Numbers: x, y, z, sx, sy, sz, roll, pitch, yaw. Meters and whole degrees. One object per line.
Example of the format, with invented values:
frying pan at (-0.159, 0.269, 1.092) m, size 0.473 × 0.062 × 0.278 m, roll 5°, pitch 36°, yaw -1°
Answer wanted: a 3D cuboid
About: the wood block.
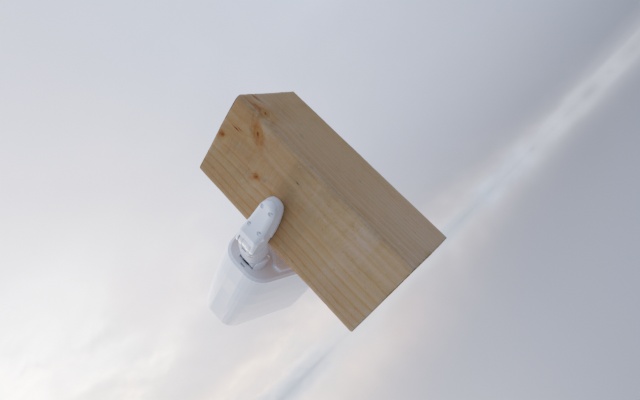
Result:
wood block at (0.000, 0.002, 0.438) m, size 0.090 × 0.206 × 0.091 m, roll -53°, pitch -15°, yaw 31°
